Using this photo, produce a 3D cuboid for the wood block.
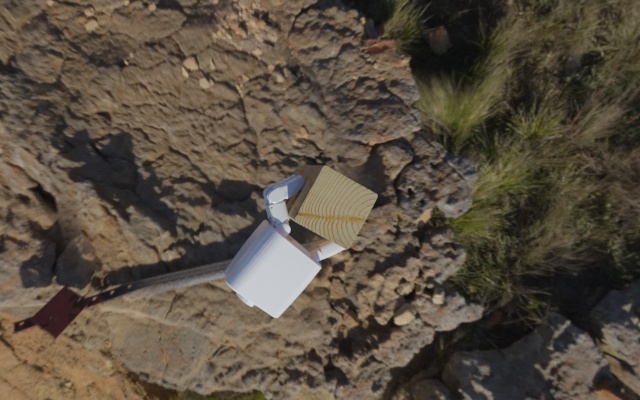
[{"bbox_3d":[0.000,0.003,0.749,0.091,0.090,0.206,29,-2,-13],"label":"wood block"}]
